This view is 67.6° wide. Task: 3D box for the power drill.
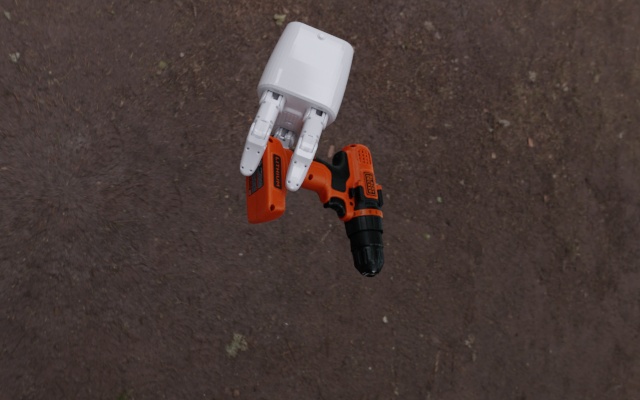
[{"bbox_3d":[0.000,0.002,0.602,0.188,0.184,0.057,11,-28,-36],"label":"power drill"}]
